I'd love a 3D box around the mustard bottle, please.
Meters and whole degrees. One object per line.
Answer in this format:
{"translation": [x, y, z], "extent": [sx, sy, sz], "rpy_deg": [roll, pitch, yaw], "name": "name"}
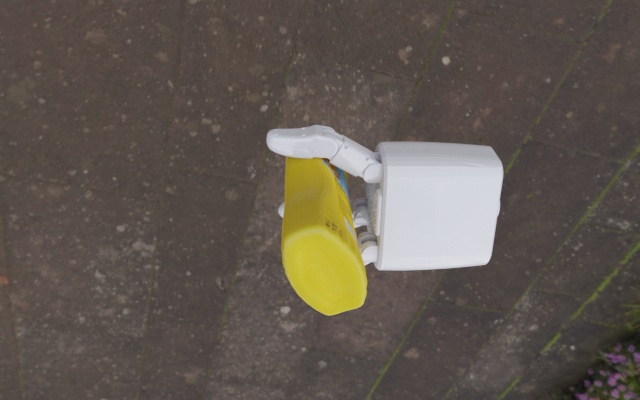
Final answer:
{"translation": [0.000, 0.002, 0.433], "extent": [0.058, 0.096, 0.191], "rpy_deg": [-20, 35, 11], "name": "mustard bottle"}
